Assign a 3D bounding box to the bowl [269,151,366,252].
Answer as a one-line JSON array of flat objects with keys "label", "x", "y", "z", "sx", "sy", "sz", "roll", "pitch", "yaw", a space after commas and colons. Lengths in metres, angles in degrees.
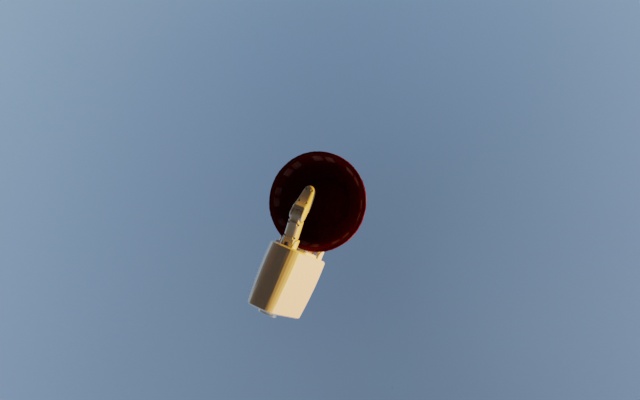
[{"label": "bowl", "x": 0.001, "y": 0.001, "z": 0.784, "sx": 0.162, "sy": 0.162, "sz": 0.055, "roll": 0, "pitch": -2, "yaw": 16}]
